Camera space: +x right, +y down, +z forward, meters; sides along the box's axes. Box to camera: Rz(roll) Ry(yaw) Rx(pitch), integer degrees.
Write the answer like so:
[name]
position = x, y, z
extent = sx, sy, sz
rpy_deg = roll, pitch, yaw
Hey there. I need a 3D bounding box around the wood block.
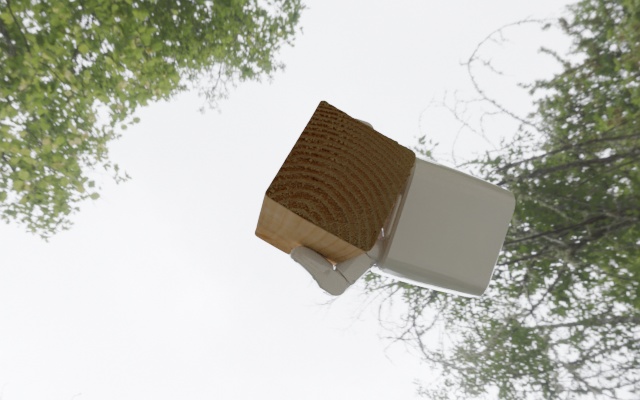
[wood block]
position = 0.000, 0.002, 0.454
extent = 0.090, 0.090, 0.206
rpy_deg = 29, -16, -3
